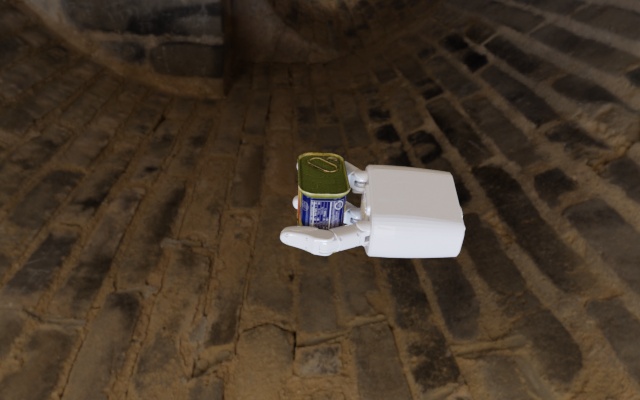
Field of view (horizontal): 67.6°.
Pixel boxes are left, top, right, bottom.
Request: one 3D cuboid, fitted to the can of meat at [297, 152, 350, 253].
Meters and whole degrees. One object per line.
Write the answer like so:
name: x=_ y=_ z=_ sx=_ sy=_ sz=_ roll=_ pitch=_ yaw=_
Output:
can of meat: x=0.000 y=0.002 z=0.573 sx=0.057 sy=0.084 sz=0.102 roll=1 pitch=32 yaw=-5
